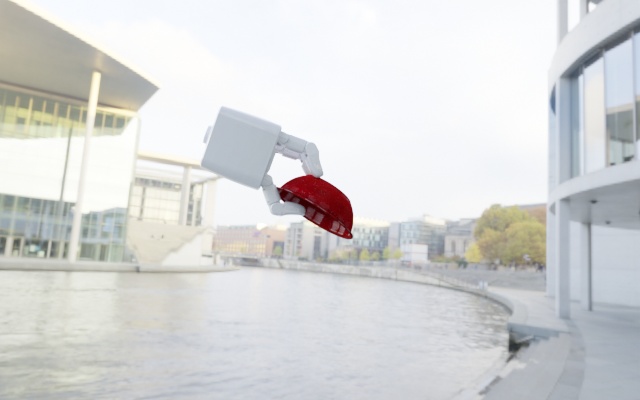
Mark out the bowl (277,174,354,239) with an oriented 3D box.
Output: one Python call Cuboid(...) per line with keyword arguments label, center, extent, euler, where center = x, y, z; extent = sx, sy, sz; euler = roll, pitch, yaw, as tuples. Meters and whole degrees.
Cuboid(label="bowl", center=(0.001, 0.003, 0.832), extent=(0.162, 0.055, 0.162), euler=(31, -12, 8))
